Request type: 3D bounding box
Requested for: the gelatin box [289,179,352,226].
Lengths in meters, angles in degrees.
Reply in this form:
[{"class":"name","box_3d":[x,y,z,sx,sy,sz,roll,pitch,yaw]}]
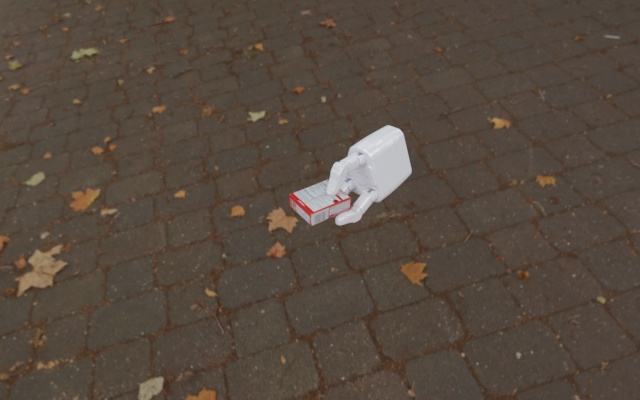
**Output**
[{"class":"gelatin box","box_3d":[0.000,0.003,0.855,0.089,0.030,0.073,-22,41,-27]}]
